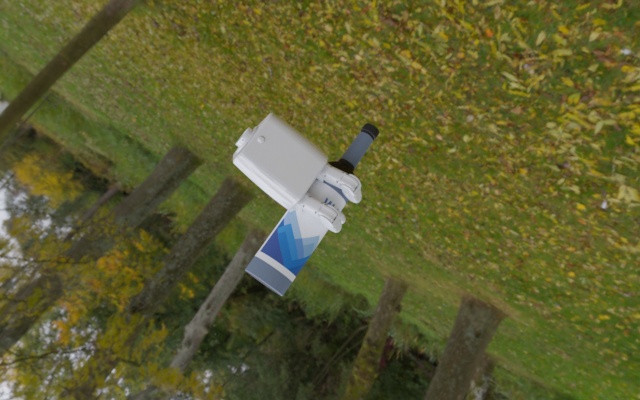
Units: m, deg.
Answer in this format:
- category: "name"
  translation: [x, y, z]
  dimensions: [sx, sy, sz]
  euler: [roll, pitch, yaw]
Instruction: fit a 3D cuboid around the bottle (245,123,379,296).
- category: "bottle"
  translation: [0.000, 0.003, 0.723]
  dimensions: [0.069, 0.295, 0.069]
  euler: [33, -14, 9]
